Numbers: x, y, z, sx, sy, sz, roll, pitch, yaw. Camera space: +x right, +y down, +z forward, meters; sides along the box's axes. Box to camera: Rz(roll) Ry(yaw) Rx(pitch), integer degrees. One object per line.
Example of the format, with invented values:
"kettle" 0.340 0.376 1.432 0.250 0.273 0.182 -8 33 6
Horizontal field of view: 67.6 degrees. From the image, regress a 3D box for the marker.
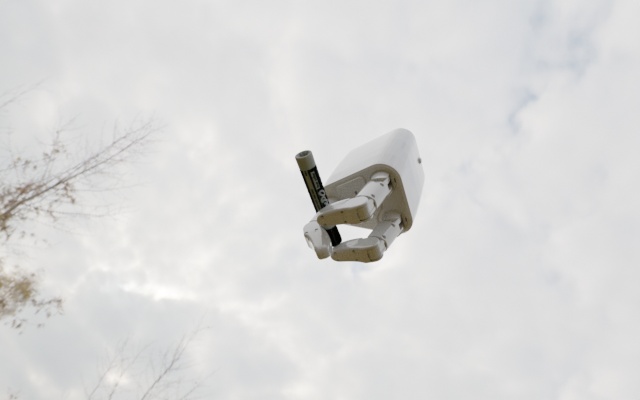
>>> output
"marker" 0.000 0.002 0.524 0.020 0.121 0.020 -15 28 9
